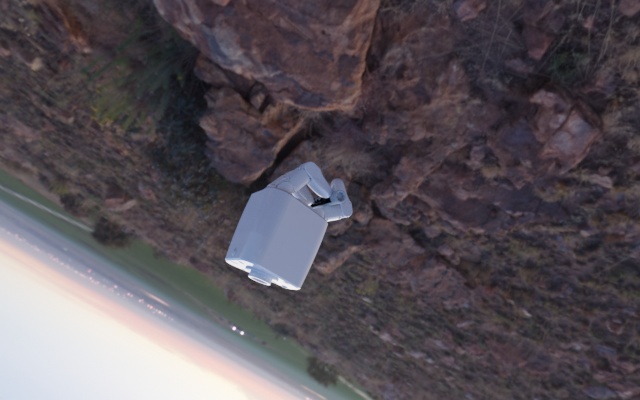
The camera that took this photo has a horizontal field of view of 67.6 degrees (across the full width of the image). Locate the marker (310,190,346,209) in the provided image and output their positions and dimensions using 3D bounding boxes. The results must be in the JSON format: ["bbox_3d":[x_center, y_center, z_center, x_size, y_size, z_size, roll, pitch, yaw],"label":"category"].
[{"bbox_3d":[0.000,0.002,0.724,0.020,0.020,0.121,0,-8,-29],"label":"marker"}]
